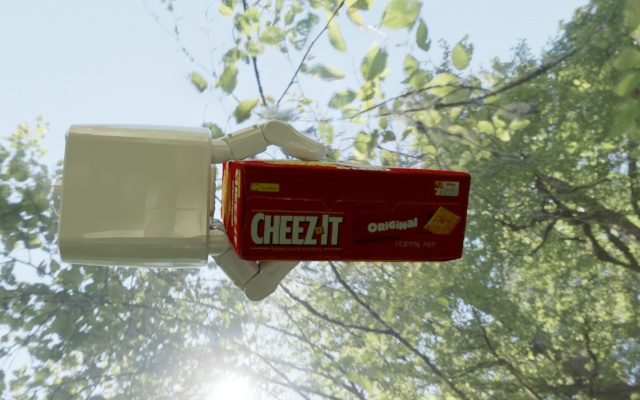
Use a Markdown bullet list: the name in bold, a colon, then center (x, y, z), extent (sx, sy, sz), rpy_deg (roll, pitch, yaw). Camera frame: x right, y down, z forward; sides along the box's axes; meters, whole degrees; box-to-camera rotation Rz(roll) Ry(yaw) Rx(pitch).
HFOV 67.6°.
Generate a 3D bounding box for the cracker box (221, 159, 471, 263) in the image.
- **cracker box**: center (0.000, 0.001, 0.419), extent (0.164, 0.072, 0.213), rpy_deg (1, 5, -15)
